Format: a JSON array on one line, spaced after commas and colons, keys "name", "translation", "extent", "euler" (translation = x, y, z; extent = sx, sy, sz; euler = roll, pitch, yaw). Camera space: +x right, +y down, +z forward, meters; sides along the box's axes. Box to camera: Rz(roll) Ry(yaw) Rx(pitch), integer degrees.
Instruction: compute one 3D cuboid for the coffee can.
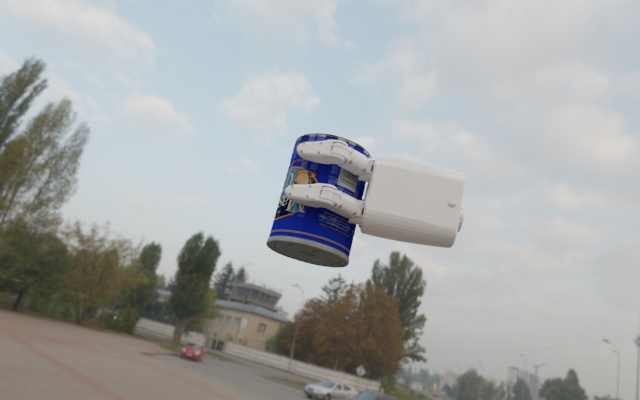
[{"name": "coffee can", "translation": [0.000, 0.002, 0.598], "extent": [0.103, 0.140, 0.103], "euler": [13, -18, 4]}]
